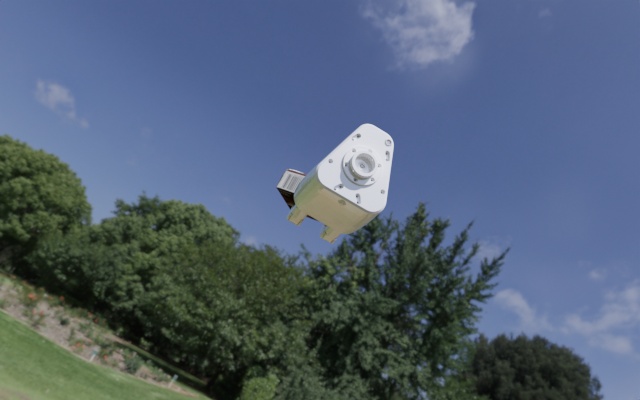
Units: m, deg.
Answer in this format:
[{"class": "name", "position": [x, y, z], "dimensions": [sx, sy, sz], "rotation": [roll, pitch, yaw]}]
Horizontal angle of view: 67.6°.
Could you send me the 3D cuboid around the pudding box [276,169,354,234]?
[{"class": "pudding box", "position": [0.000, 0.002, 0.713], "dimensions": [0.113, 0.039, 0.090], "rotation": [21, -20, 21]}]
